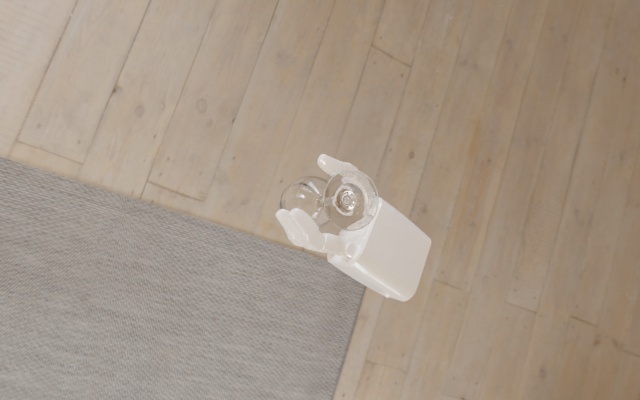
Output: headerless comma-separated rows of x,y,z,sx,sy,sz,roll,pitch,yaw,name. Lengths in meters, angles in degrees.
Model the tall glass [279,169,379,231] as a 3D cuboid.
0.000,0.002,0.662,0.079,0.079,0.201,0,-1,-22,tall glass
